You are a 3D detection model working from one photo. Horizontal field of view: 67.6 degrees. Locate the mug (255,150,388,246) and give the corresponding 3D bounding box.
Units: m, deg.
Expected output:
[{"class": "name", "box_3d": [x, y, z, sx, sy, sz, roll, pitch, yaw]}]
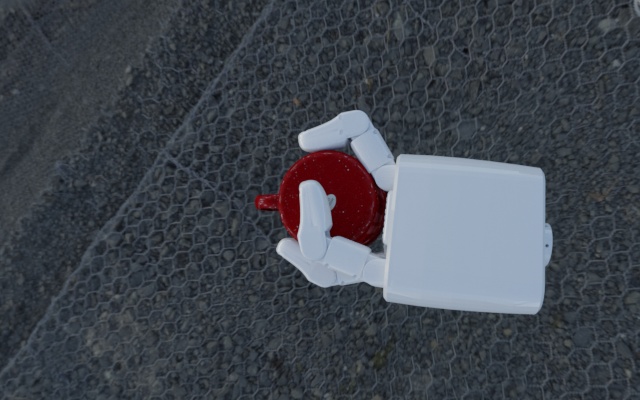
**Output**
[{"class": "mug", "box_3d": [-0.001, 0.001, 0.416, 0.117, 0.093, 0.081, 3, -2, 11]}]
